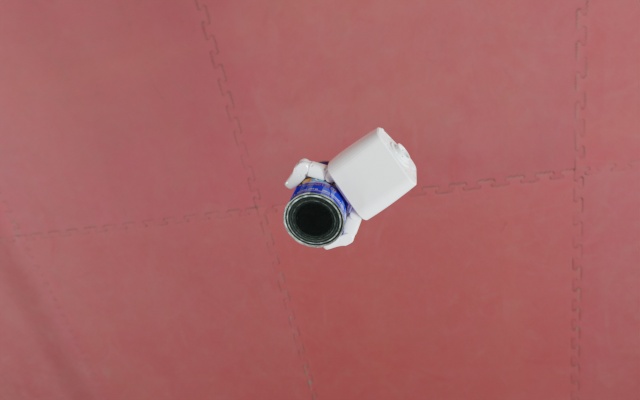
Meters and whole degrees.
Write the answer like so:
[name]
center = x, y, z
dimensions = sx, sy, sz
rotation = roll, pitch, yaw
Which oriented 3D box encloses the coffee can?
[coffee can]
center = 0.000, 0.003, 0.840
dimensions = 0.103, 0.103, 0.140
rotation = 0, 26, 11
